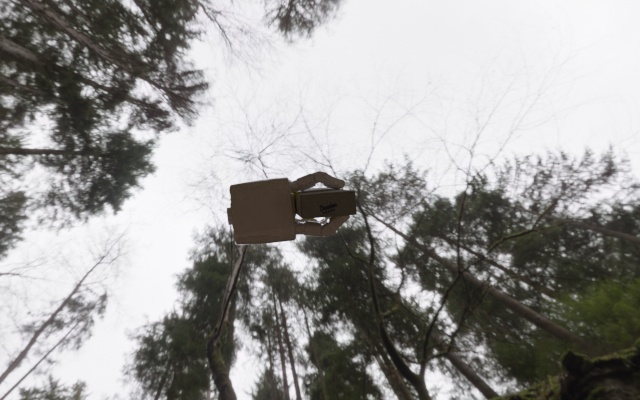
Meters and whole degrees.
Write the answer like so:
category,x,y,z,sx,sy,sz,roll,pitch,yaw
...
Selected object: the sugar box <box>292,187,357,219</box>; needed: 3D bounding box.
category,x,y,z,sx,sy,sz,roll,pitch,yaw
sugar box,0.000,0.003,0.847,0.093,0.048,0.176,-5,6,-8
